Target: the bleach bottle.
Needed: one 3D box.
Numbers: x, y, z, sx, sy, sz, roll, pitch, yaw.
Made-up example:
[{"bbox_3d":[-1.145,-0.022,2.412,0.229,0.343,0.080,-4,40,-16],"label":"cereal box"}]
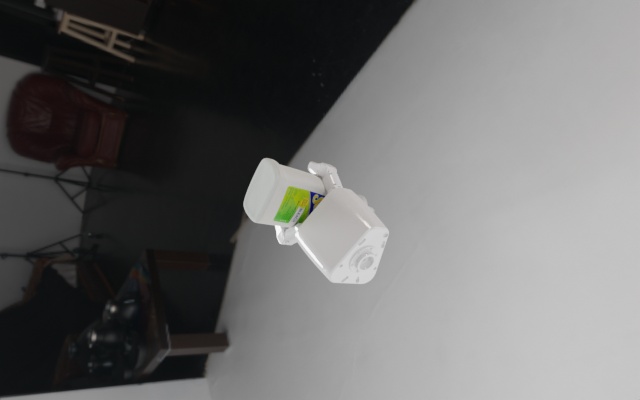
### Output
[{"bbox_3d":[0.000,0.003,0.811,0.251,0.102,0.068,10,26,-39],"label":"bleach bottle"}]
